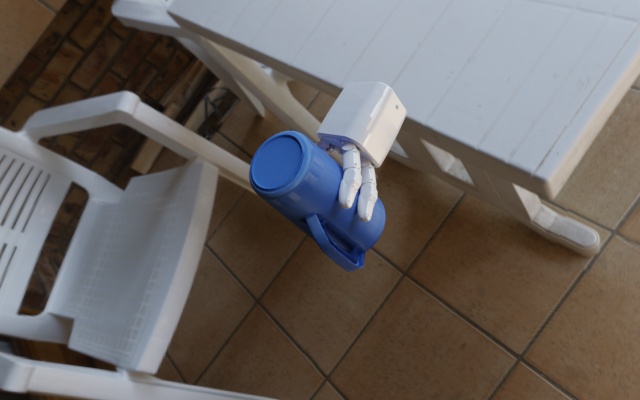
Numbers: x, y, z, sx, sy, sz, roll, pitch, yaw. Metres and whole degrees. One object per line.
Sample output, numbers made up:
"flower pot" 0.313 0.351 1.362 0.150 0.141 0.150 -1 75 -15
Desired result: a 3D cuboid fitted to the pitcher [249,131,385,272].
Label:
"pitcher" 0.000 0.002 0.757 0.149 0.145 0.243 25 -9 39
